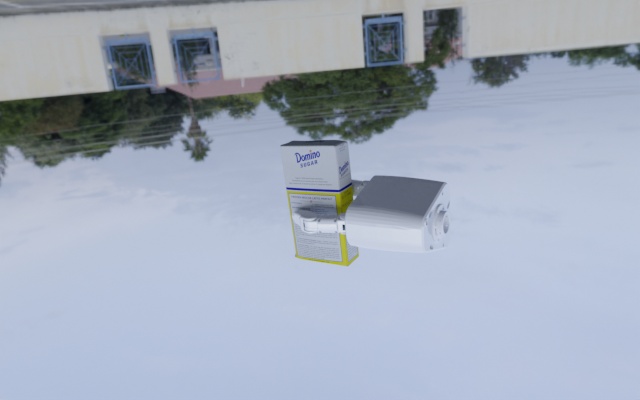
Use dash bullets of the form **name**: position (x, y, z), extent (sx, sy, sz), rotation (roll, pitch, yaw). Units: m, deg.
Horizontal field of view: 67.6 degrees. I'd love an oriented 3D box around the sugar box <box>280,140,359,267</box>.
- **sugar box**: position (0.001, 0.002, 0.688), extent (0.093, 0.176, 0.048), rotation (5, 18, 30)
